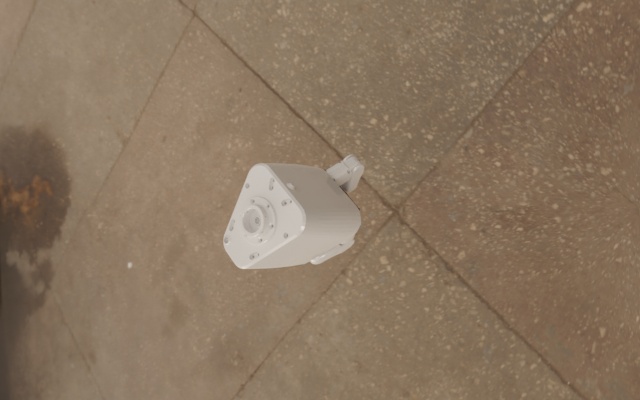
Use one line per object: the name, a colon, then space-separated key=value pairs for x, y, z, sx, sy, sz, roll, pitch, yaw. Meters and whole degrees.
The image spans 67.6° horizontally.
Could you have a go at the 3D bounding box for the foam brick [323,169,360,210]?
foam brick: x=0.000 y=0.002 z=0.609 sx=0.078 sy=0.053 sz=0.051 roll=50 pitch=23 yaw=24
